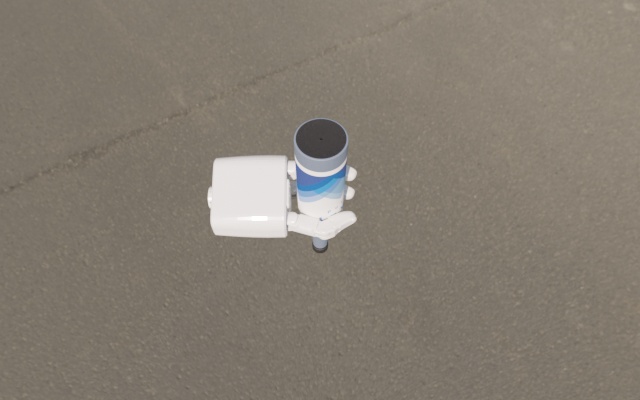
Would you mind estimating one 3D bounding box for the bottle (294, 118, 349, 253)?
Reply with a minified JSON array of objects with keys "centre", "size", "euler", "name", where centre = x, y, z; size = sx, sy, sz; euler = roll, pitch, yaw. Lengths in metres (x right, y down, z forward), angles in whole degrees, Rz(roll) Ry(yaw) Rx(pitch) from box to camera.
[{"centre":[0.000,0.002,0.701],"size":[0.069,0.069,0.296],"euler":[0,-32,0],"name":"bottle"}]
